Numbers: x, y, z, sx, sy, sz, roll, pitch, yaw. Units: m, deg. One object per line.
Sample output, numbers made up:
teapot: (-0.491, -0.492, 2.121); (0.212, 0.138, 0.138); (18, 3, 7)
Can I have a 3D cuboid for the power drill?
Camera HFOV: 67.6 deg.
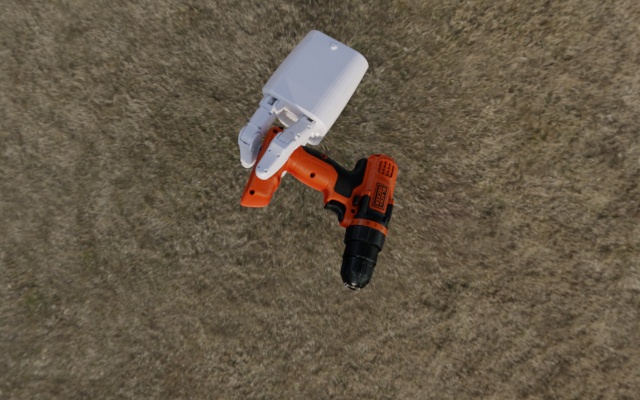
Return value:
power drill: (0.000, 0.002, 0.599); (0.188, 0.184, 0.057); (22, -25, -13)
